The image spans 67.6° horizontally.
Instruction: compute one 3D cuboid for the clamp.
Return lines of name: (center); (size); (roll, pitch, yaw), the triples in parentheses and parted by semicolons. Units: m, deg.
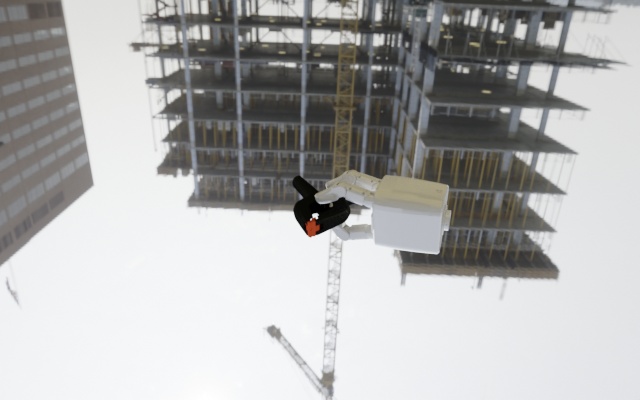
clamp: (0.000, 0.004, 0.822); (0.164, 0.036, 0.210); (6, 25, 19)
